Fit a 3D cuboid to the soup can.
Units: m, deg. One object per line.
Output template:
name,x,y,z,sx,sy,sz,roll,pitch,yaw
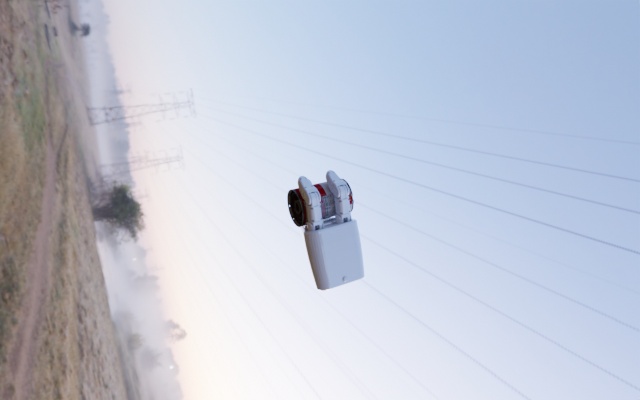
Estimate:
soup can,0.000,0.002,0.854,0.102,0.068,0.068,-14,5,-23
